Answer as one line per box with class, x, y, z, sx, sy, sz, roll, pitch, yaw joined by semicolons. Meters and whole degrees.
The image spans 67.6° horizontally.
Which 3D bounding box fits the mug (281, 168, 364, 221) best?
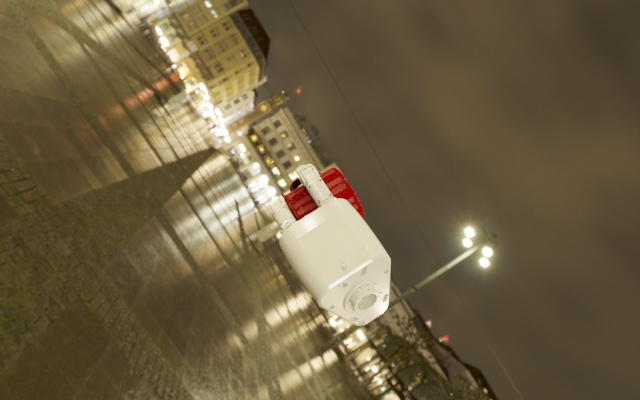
mug;0.000;0.001;0.651;0.081;0.093;0.117;-31;46;-5
